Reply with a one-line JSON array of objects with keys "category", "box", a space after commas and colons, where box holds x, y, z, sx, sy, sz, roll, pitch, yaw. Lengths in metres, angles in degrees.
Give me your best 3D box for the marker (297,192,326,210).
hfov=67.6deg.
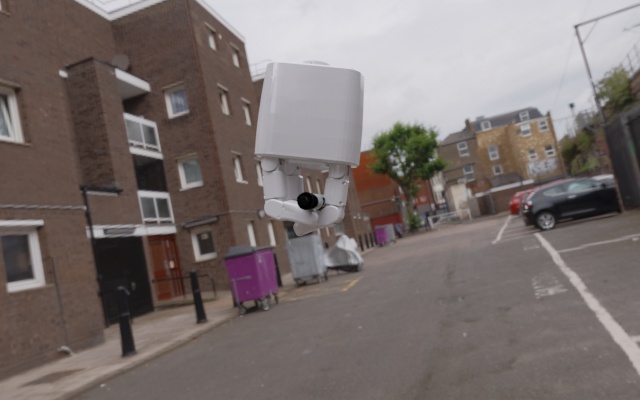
[{"category": "marker", "box": [0.000, 0.002, 0.543, 0.020, 0.020, 0.121, 0, -2, 17]}]
